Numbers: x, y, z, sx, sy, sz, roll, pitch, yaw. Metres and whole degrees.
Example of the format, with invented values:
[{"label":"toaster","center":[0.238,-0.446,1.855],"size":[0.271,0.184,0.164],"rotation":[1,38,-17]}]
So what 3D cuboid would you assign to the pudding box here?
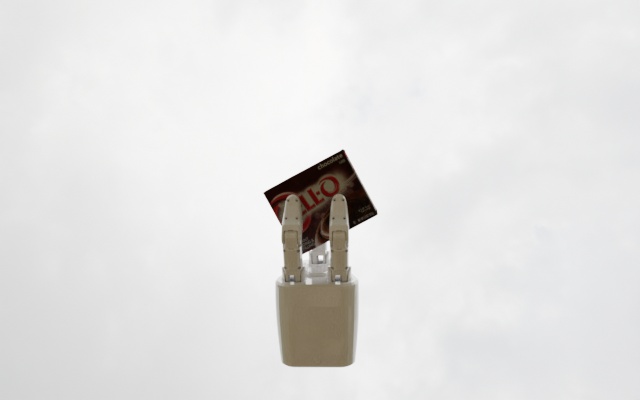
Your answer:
[{"label":"pudding box","center":[0.000,0.002,0.585],"size":[0.113,0.090,0.039],"rotation":[-29,5,5]}]
